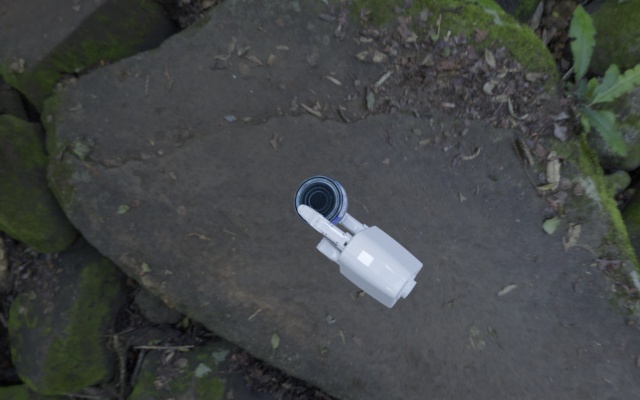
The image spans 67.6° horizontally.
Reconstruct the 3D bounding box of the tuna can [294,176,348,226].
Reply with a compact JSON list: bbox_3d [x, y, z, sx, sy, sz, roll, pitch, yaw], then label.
[{"bbox_3d":[0.000,0.002,0.788,0.086,0.086,0.034,0,-9,18],"label":"tuna can"}]
